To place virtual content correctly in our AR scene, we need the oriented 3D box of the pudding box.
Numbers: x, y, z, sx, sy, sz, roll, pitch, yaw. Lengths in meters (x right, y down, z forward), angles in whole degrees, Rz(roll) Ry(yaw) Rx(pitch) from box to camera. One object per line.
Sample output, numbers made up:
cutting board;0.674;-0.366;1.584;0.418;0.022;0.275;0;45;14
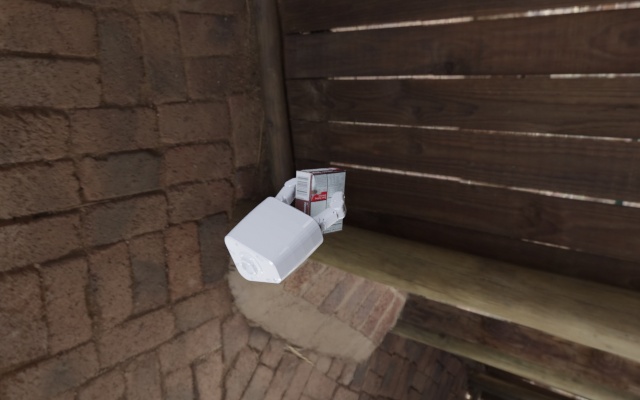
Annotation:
pudding box;0.000;0.003;0.820;0.039;0.113;0.090;15;16;40
